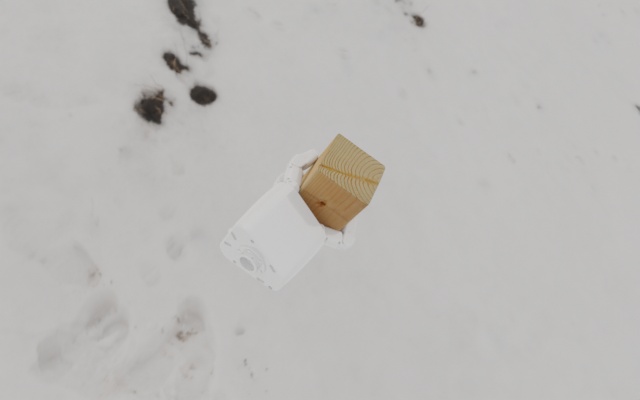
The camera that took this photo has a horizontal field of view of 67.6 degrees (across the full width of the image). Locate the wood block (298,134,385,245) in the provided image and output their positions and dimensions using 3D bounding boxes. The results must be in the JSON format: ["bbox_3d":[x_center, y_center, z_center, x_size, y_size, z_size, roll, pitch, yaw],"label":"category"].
[{"bbox_3d":[0.000,0.003,0.761,0.091,0.090,0.206,35,-40,-8],"label":"wood block"}]
